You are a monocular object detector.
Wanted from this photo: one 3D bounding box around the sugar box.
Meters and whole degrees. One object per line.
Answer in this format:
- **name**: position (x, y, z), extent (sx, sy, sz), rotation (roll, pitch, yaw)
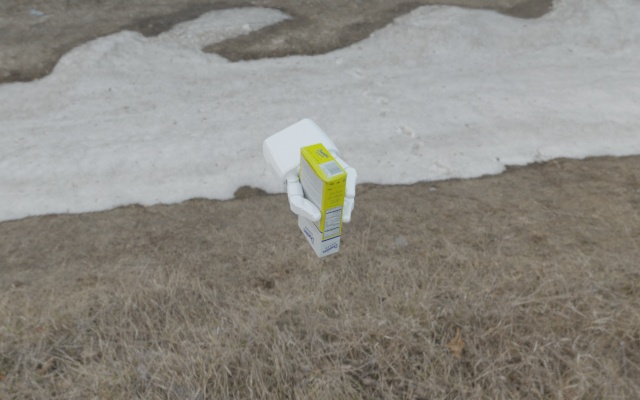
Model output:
- **sugar box**: position (0.001, 0.002, 0.801), extent (0.048, 0.176, 0.093), rotation (-18, 47, -19)
